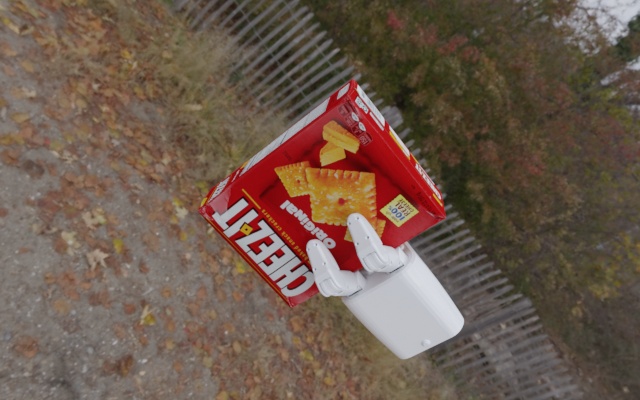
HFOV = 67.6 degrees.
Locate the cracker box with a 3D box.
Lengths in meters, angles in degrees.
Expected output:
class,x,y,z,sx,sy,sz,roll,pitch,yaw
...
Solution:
class,x,y,z,sx,sy,sz,roll,pitch,yaw
cracker box,0.000,0.002,0.523,0.214,0.164,0.072,-34,17,21
